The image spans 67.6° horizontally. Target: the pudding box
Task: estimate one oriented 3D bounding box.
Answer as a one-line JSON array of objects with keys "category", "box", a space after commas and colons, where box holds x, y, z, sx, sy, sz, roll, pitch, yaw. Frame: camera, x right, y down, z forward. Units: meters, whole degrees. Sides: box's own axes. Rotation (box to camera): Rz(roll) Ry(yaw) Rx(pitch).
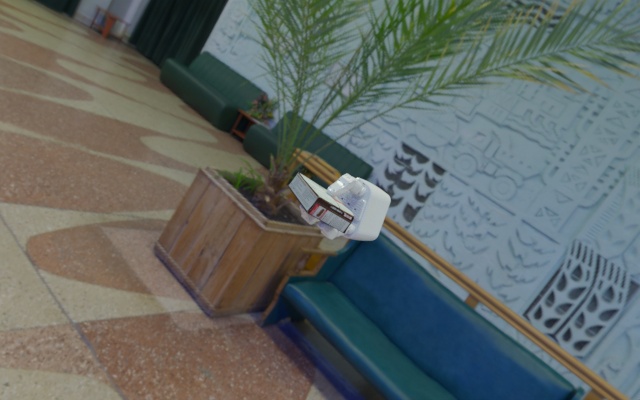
[{"category": "pudding box", "box": [0.000, 0.003, 0.853, 0.090, 0.039, 0.113, 29, 10, -31]}]
